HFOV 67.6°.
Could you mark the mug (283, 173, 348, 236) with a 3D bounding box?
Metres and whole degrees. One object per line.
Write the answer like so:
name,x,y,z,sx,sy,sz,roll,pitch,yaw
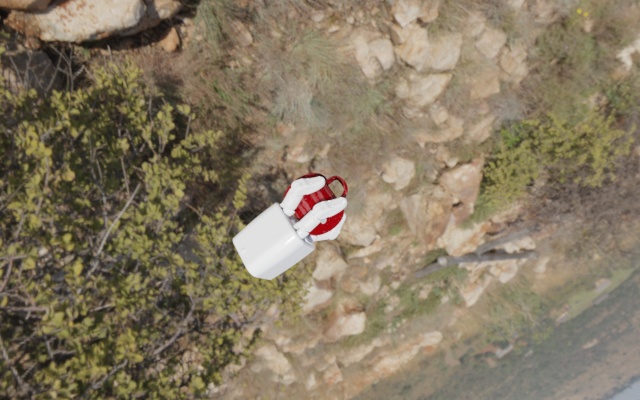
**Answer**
mug,0.001,0.002,0.875,0.117,0.081,0.093,-37,-35,3
